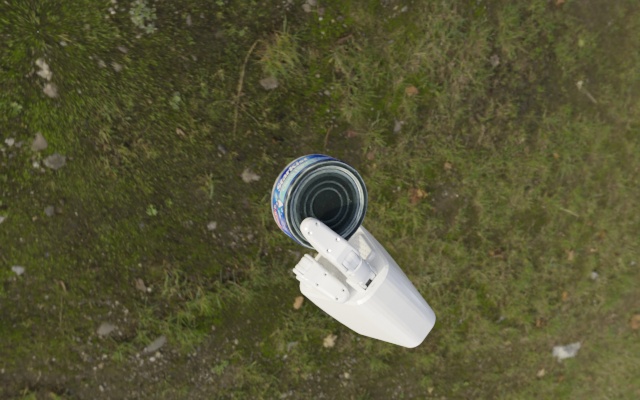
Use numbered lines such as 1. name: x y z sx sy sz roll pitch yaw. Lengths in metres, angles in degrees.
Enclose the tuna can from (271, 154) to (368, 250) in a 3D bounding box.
1. tuna can: 0.000 0.002 0.441 0.086 0.086 0.033 0 14 -26
